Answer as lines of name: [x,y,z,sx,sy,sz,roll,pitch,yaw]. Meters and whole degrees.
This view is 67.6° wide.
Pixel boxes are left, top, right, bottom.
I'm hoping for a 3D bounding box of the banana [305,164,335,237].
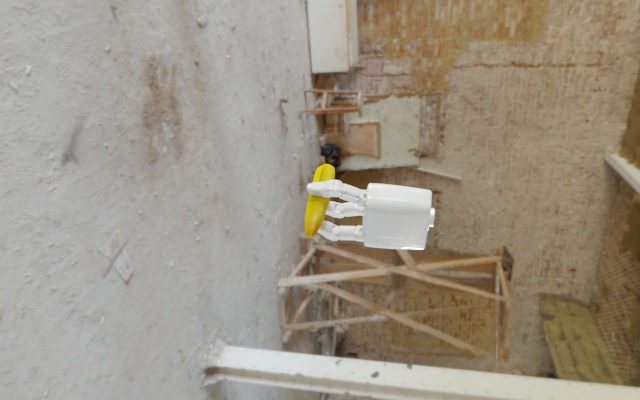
banana: [0.002,-0.015,0.851,0.037,0.070,0.197,8,32,4]
